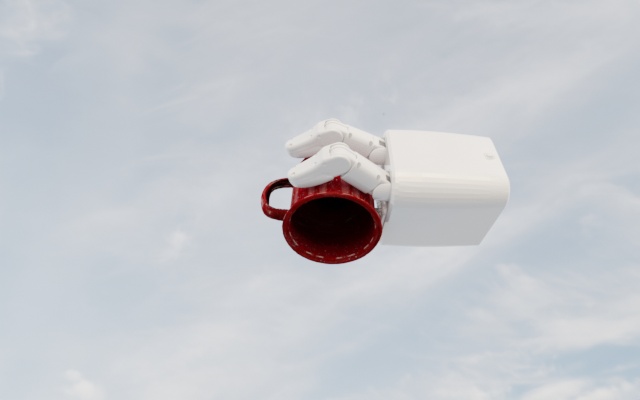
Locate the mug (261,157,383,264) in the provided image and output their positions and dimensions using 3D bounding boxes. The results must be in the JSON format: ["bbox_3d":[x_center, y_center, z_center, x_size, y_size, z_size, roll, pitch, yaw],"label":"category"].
[{"bbox_3d":[-0.001,0.001,0.472,0.117,0.093,0.081,3,41,-1],"label":"mug"}]
